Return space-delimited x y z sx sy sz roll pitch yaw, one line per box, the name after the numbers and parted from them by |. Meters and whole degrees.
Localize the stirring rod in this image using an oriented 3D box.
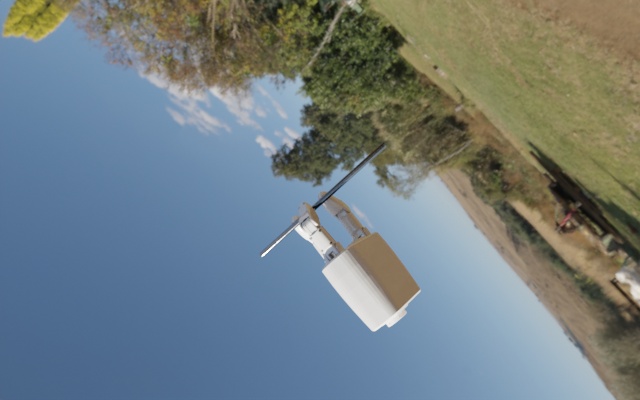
0.000 0.002 0.675 0.239 0.011 0.011 -42 -12 14 | stirring rod
